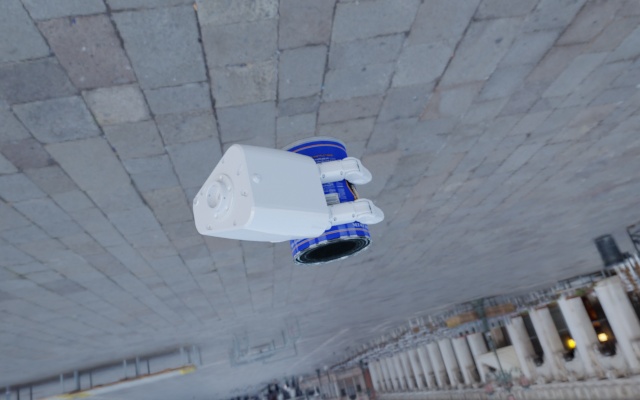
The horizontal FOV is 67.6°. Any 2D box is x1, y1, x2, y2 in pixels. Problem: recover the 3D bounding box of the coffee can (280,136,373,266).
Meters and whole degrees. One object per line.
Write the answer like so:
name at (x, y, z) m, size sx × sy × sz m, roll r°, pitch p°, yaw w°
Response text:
coffee can at (0.000, 0.002, 0.622) m, size 0.103 × 0.140 × 0.103 m, roll -13°, pitch -21°, yaw -5°
